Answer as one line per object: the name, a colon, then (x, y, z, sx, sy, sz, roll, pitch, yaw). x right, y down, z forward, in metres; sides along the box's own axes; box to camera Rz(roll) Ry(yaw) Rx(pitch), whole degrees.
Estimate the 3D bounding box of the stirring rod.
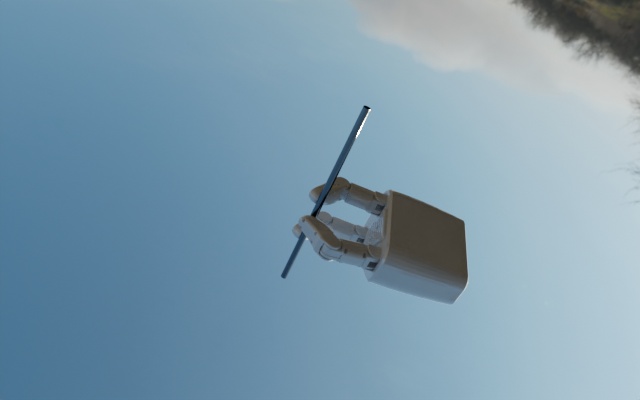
stirring rod: (0.000, 0.002, 0.527, 0.011, 0.240, 0.011, 19, 32, -12)
